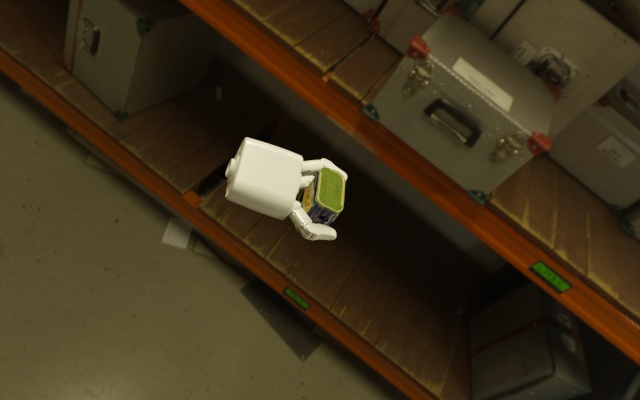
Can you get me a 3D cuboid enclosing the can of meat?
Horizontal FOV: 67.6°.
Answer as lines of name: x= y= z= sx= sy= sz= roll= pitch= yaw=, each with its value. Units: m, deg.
can of meat: x=0.000 y=0.003 z=0.842 sx=0.057 sy=0.102 sz=0.084 roll=22 pitch=-45 yaw=-17
